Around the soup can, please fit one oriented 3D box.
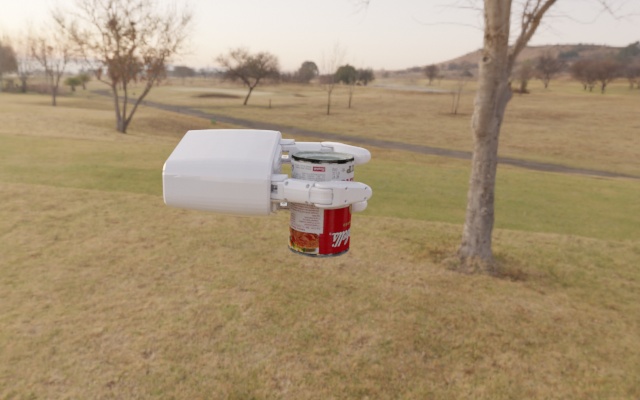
[{"bbox_3d":[0.001,0.001,0.509,0.068,0.102,0.068,3,14,-1],"label":"soup can"}]
